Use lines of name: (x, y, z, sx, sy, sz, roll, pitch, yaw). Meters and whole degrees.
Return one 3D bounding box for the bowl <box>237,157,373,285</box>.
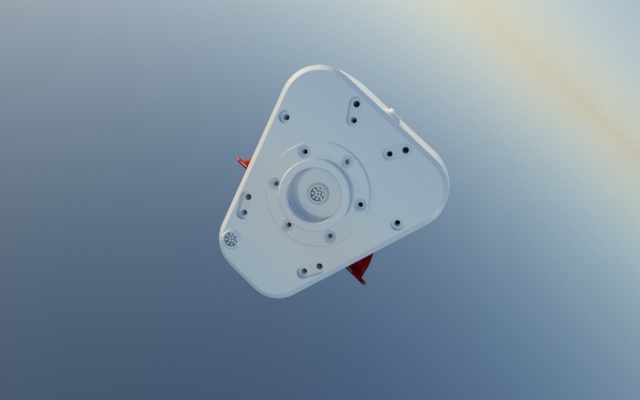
bowl: (0.000, 0.001, 0.437, 0.162, 0.055, 0.162, 44, -4, 4)
